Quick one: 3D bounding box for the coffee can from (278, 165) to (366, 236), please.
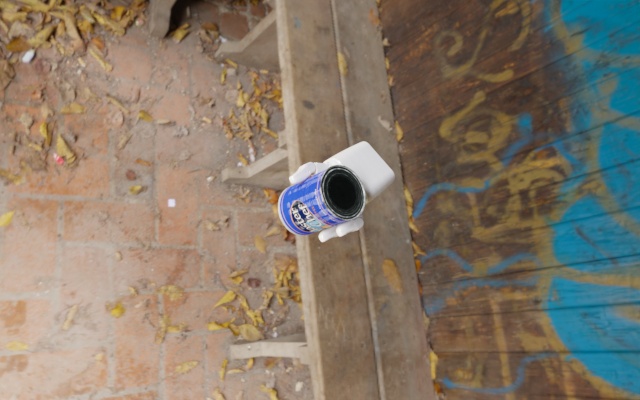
[{"bbox_3d":[0.000,0.003,0.891,0.103,0.102,0.140,0,-14,-38],"label":"coffee can"}]
